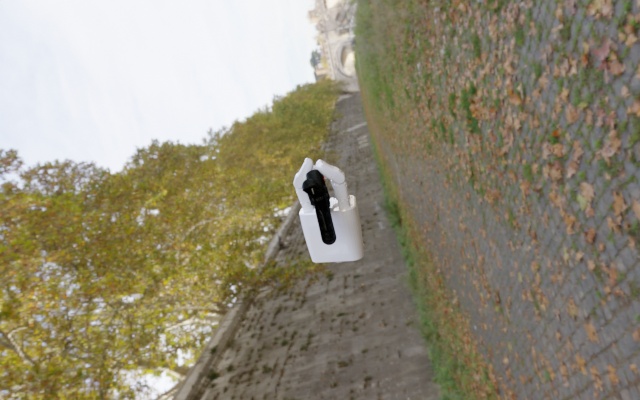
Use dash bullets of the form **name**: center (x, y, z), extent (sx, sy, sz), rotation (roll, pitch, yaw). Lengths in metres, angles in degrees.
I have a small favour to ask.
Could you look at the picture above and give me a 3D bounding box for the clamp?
- **clamp**: center (0.000, 0.003, 0.843), extent (0.039, 0.120, 0.171), rotation (-12, 15, 7)
